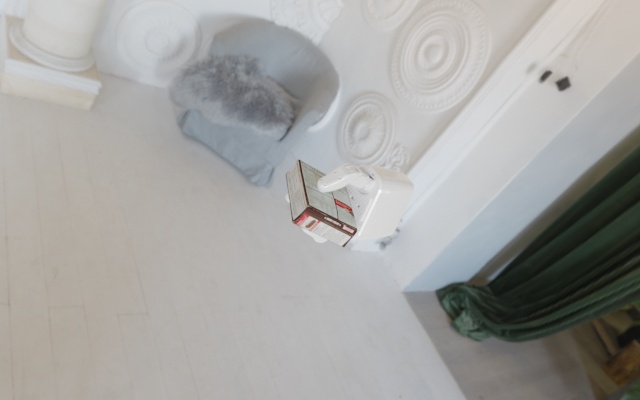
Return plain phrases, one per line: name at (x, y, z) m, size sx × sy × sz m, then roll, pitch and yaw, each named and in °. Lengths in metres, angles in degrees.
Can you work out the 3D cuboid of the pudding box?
pudding box at (0.000, 0.002, 0.673) m, size 0.090 × 0.039 × 0.113 m, roll 27°, pitch 28°, yaw -27°
